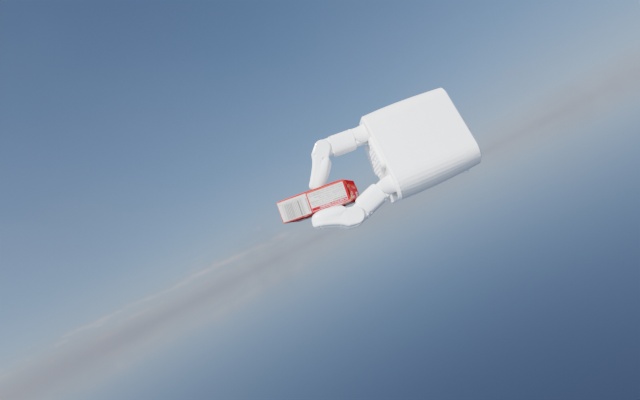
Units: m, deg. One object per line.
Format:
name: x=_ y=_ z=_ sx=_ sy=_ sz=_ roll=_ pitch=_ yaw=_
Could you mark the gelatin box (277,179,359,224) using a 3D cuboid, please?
gelatin box: x=0.000 y=0.002 z=0.587 sx=0.089 sy=0.030 sz=0.073 roll=-19 pitch=-4 yaw=11
